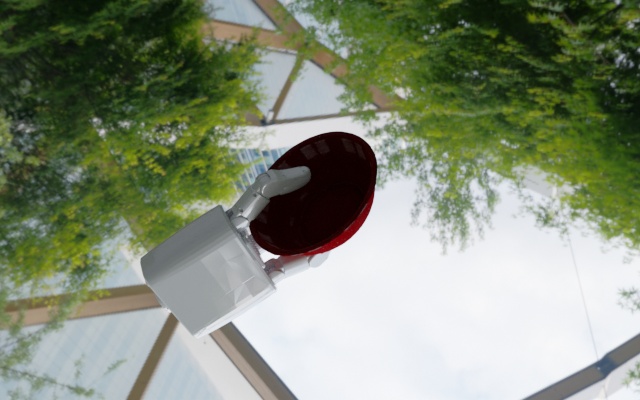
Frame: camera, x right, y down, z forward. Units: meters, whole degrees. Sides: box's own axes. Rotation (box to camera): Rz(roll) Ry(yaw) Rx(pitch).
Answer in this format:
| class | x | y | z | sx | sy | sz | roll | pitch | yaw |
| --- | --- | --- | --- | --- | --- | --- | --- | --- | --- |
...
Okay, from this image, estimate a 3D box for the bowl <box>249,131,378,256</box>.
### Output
| class | x | y | z | sx | sy | sz | roll | pitch | yaw |
| --- | --- | --- | --- | --- | --- | --- | --- | --- | --- |
| bowl | 0.001 | 0.001 | 0.532 | 0.162 | 0.162 | 0.055 | 0 | -33 | 37 |
